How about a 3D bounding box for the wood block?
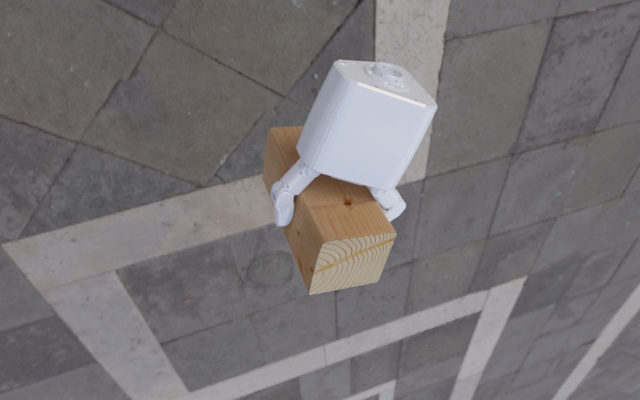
[{"bbox_3d":[0.000,0.002,0.593,0.091,0.090,0.206,-6,44,-21],"label":"wood block"}]
